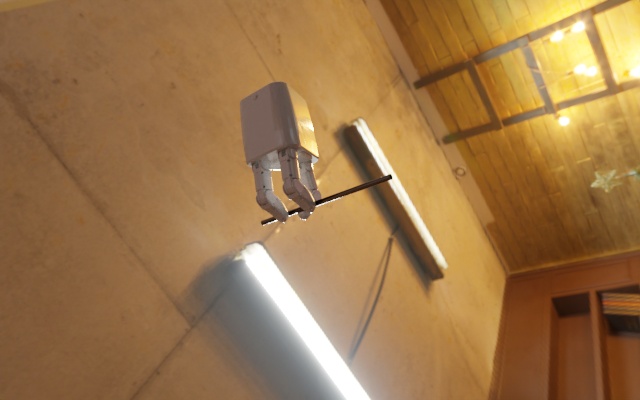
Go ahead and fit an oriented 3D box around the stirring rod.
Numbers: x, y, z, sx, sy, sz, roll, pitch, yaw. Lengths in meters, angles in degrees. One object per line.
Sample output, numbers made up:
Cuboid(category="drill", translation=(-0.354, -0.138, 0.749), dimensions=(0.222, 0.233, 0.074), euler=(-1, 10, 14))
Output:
Cuboid(category="stirring rod", translation=(0.000, 0.002, 0.698), dimensions=(0.239, 0.011, 0.011), euler=(-20, -12, 35))
